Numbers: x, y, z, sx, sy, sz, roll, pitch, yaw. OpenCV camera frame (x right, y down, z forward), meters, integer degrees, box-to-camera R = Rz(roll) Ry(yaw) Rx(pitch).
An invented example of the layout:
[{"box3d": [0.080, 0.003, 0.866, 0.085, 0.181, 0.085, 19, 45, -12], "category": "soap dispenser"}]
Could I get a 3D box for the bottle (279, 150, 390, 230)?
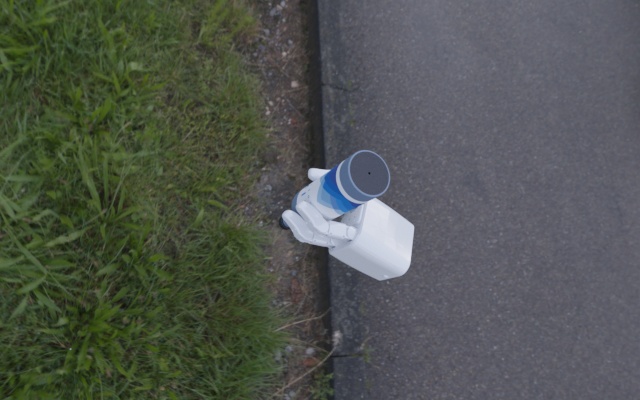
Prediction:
[{"box3d": [0.000, 0.002, 0.764, 0.069, 0.069, 0.296, 0, -15, -28], "category": "bottle"}]
